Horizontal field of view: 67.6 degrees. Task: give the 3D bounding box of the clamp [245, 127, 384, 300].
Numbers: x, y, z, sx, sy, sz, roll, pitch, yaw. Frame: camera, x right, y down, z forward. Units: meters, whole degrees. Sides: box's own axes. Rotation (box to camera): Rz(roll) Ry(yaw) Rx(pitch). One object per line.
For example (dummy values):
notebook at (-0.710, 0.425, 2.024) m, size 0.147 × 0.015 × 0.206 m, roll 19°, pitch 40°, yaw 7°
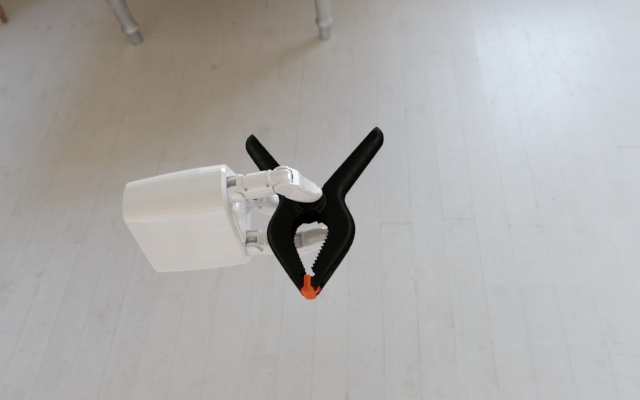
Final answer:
clamp at (0.000, 0.002, 0.523) m, size 0.164 × 0.209 × 0.036 m, roll -9°, pitch -30°, yaw 4°
